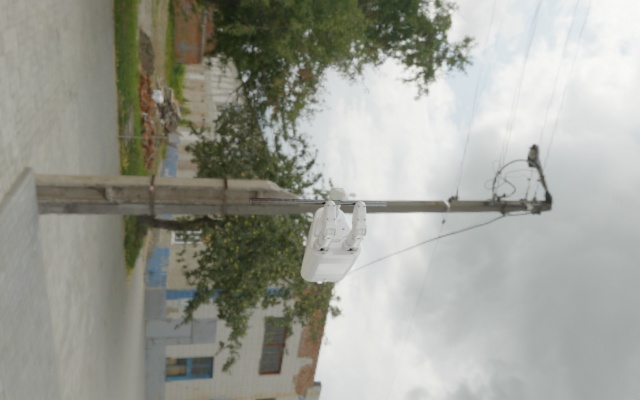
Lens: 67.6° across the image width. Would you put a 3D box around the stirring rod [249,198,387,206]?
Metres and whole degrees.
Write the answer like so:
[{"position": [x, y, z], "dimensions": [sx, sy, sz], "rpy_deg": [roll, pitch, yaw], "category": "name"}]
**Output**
[{"position": [0.000, 0.003, 0.814], "dimensions": [0.239, 0.011, 0.011], "rpy_deg": [2, -1, -15], "category": "stirring rod"}]
